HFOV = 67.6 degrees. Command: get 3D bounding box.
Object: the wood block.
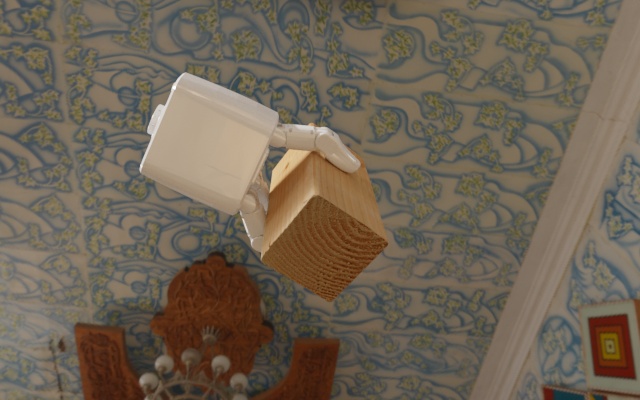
[{"bbox_3d":[0.000,0.001,0.536,0.090,0.091,0.206,34,21,-18],"label":"wood block"}]
